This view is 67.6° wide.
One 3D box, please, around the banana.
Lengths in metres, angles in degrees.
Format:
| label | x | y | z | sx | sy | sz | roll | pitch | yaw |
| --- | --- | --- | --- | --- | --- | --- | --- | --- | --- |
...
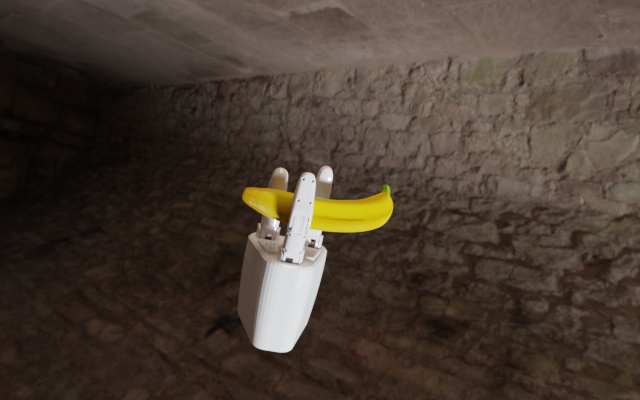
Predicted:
| label | x | y | z | sx | sy | sz | roll | pitch | yaw |
| --- | --- | --- | --- | --- | --- | --- | --- | --- | --- |
| banana | 0.011 | 0.010 | 0.548 | 0.198 | 0.037 | 0.069 | 0 | 26 | -28 |
